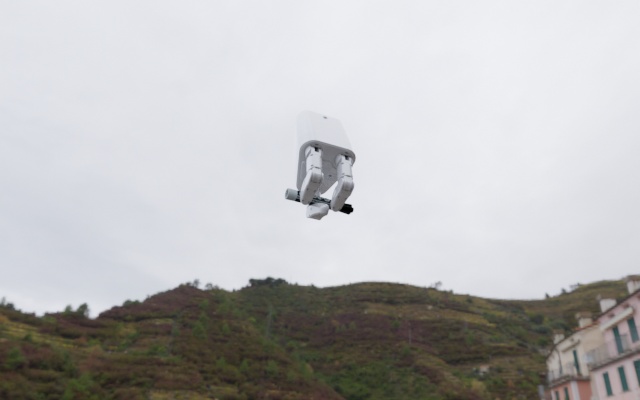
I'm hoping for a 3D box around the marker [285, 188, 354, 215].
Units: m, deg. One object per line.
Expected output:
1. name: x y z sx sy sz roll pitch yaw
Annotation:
1. marker: 0.000 0.003 0.785 0.121 0.020 0.020 14 -5 -21
